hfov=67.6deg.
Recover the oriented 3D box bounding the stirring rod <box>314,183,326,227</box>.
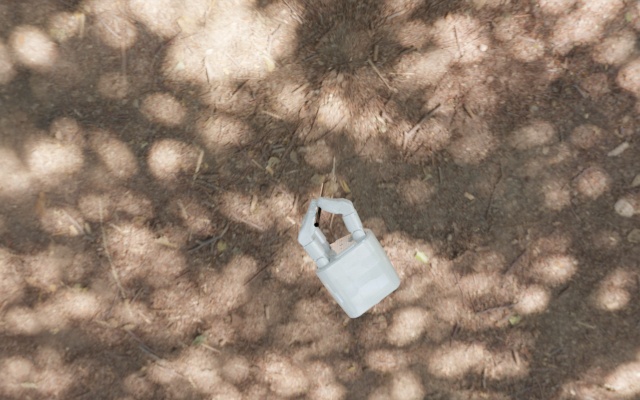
[{"bbox_3d":[0.000,0.003,0.821,0.011,0.011,0.239,0,16,3],"label":"stirring rod"}]
